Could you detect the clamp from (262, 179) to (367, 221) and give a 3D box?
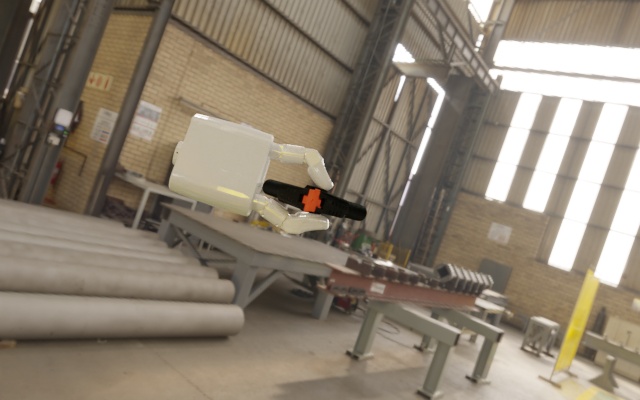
[{"bbox_3d":[0.000,0.001,0.651,0.164,0.036,0.210,15,0,-7],"label":"clamp"}]
